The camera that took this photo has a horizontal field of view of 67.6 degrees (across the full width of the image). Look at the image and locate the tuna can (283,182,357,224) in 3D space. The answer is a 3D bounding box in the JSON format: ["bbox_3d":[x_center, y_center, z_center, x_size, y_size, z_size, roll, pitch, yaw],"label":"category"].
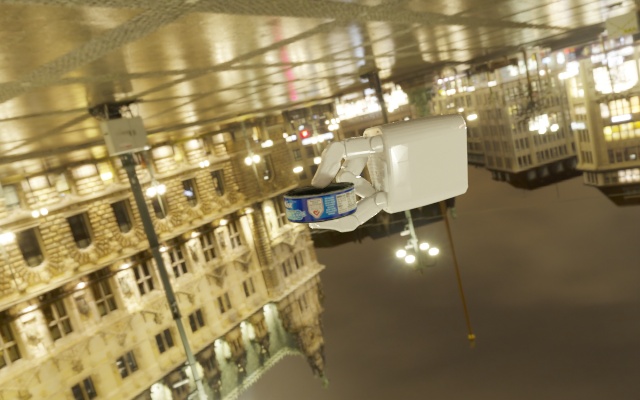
[{"bbox_3d":[0.000,0.002,0.568,0.086,0.034,0.086,-8,9,1],"label":"tuna can"}]
